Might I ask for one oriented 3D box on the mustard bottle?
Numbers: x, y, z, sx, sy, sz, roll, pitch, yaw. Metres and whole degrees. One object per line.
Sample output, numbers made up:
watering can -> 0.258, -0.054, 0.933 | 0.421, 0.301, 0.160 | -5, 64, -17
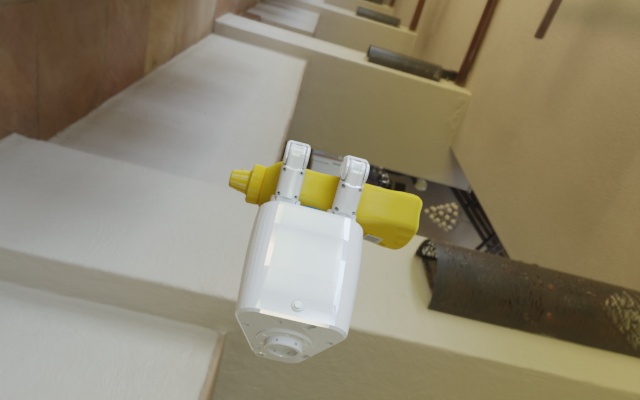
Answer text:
mustard bottle -> 0.000, 0.001, 0.497 | 0.191, 0.058, 0.096 | 14, -13, -5
